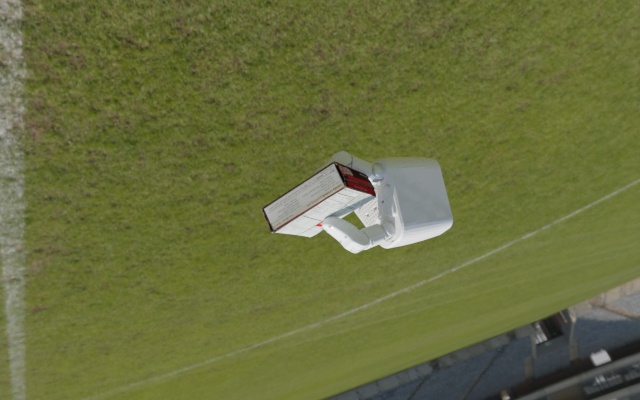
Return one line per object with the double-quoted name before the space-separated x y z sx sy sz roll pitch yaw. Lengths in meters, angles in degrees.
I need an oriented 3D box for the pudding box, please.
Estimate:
"pudding box" 0.000 0.002 0.578 0.113 0.039 0.090 -34 -22 21
